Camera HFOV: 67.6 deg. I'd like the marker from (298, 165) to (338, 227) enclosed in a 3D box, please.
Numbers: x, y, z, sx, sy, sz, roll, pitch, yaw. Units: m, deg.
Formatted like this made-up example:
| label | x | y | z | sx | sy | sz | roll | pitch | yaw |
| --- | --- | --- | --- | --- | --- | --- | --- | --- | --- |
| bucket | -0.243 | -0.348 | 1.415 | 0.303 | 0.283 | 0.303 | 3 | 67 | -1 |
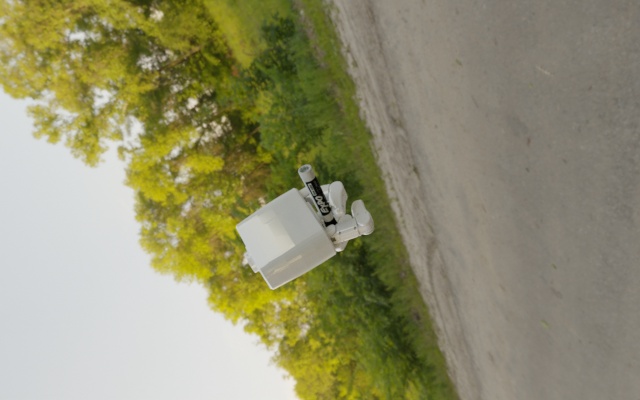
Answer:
| label | x | y | z | sx | sy | sz | roll | pitch | yaw |
| --- | --- | --- | --- | --- | --- | --- | --- | --- | --- |
| marker | 0.000 | 0.002 | 0.655 | 0.020 | 0.121 | 0.020 | -15 | 39 | 13 |
